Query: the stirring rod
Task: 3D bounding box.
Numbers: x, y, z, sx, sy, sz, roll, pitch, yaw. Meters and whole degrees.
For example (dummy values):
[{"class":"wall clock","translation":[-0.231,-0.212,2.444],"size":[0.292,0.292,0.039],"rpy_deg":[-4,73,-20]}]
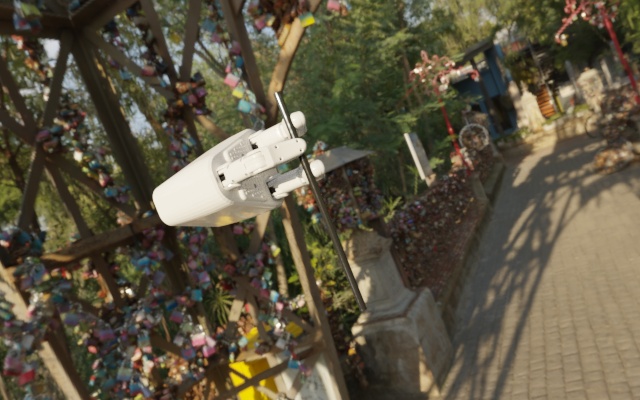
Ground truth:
[{"class":"stirring rod","translation":[0.000,0.002,0.492],"size":[0.011,0.239,0.011],"rpy_deg":[-22,2,1]}]
